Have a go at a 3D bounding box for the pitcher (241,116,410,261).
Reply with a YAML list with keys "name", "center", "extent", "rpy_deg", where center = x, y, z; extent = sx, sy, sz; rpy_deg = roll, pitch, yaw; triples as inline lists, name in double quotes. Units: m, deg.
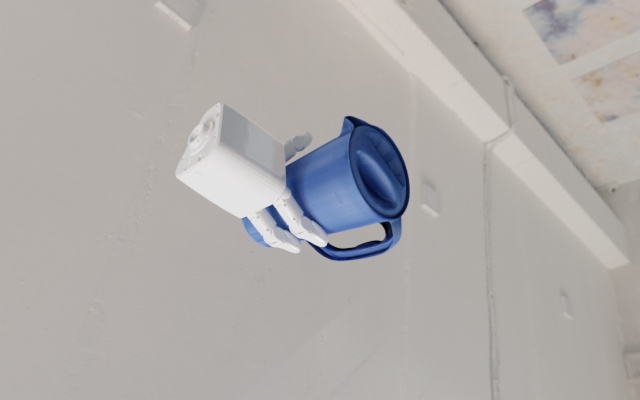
- name: "pitcher"
  center: [0.000, 0.002, 0.691]
  extent: [0.243, 0.149, 0.145]
  rpy_deg: [-21, -44, 40]
